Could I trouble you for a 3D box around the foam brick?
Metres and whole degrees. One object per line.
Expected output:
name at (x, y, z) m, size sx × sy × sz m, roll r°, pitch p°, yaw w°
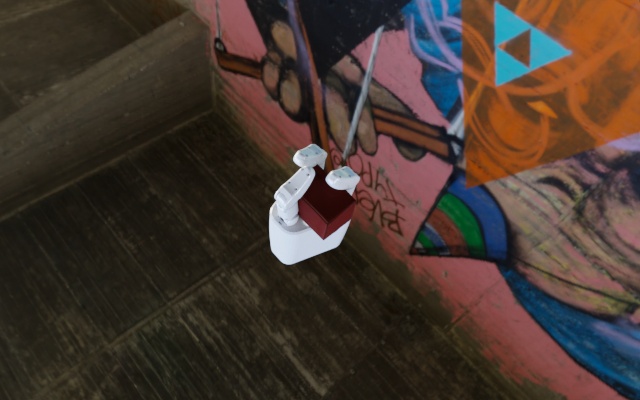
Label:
foam brick at (0.000, 0.002, 0.625) m, size 0.053 × 0.078 × 0.051 m, roll -36°, pitch -22°, yaw -24°
